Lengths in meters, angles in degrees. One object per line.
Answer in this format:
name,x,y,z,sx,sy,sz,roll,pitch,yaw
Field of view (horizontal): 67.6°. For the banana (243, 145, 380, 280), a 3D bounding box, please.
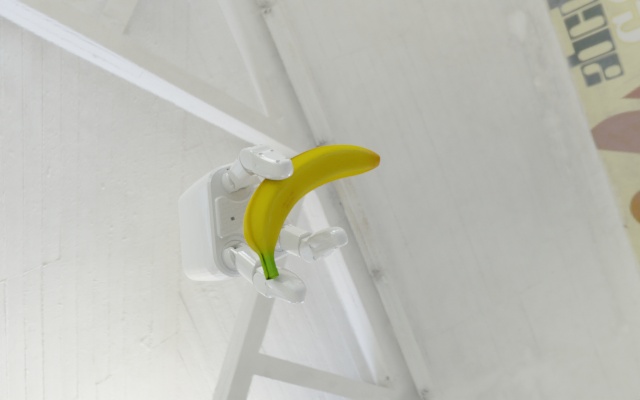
banana,-0.013,-0.011,0.460,0.037,0.069,0.197,-24,17,52
